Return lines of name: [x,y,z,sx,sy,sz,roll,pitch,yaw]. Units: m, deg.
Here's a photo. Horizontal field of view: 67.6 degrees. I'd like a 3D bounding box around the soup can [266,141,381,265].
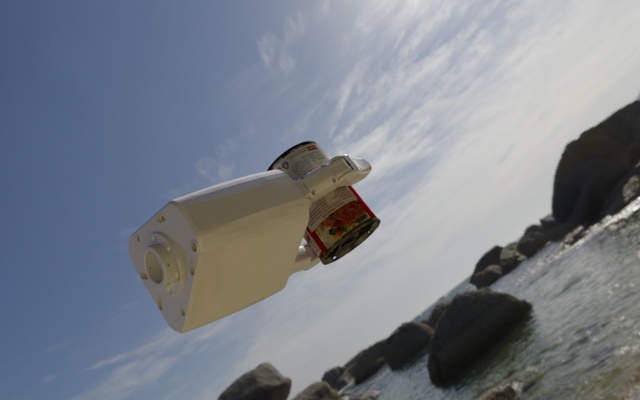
soup can: [0.000,0.001,0.462,0.068,0.102,0.068,-34,-18,-12]
